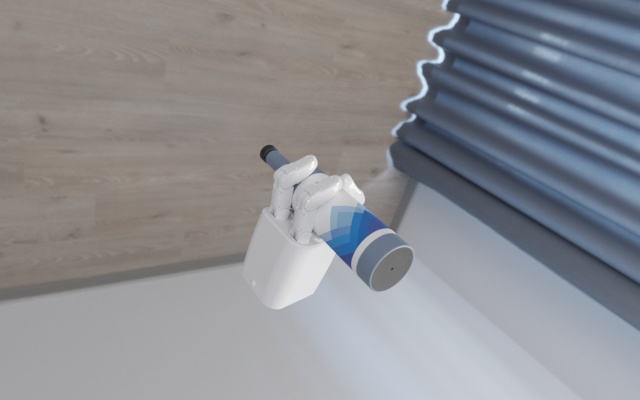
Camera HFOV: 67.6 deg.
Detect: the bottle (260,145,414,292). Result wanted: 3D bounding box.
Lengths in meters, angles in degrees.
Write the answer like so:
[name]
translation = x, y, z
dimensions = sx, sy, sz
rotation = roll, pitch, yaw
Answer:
[bottle]
translation = 0.000, 0.002, 0.634
dimensions = 0.069, 0.069, 0.295
rotation = 0, 31, -40
